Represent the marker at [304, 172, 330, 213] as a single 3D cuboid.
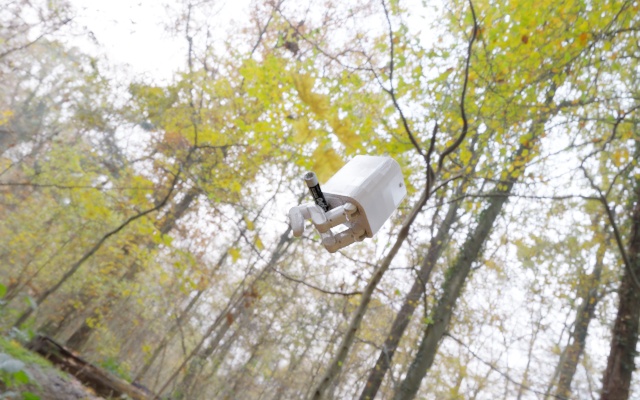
[{"bbox_3d":[0.000,0.003,0.767,0.020,0.020,0.121,0,-42,22],"label":"marker"}]
